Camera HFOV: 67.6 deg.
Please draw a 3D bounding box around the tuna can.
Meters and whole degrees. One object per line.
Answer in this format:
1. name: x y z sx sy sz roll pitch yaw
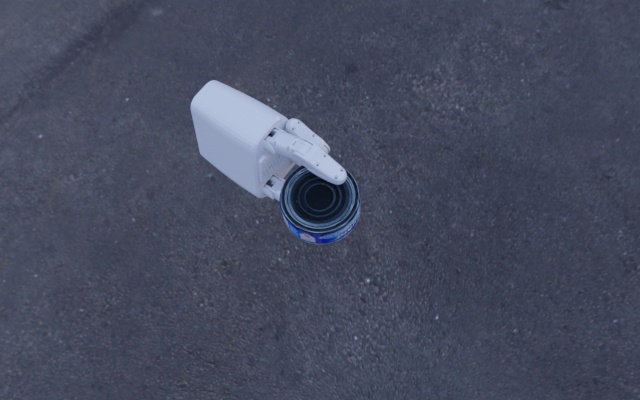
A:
1. tuna can: 0.000 0.001 0.507 0.086 0.086 0.034 0 -24 3
